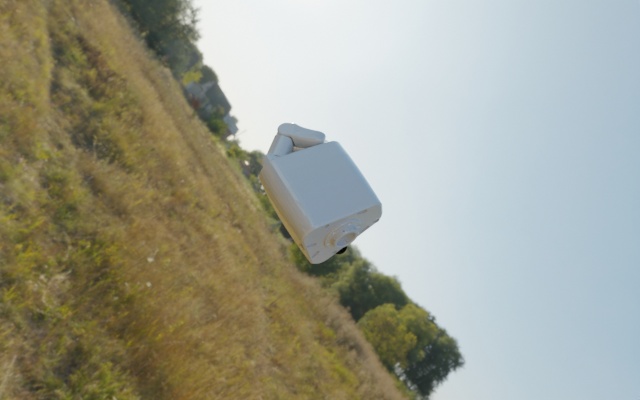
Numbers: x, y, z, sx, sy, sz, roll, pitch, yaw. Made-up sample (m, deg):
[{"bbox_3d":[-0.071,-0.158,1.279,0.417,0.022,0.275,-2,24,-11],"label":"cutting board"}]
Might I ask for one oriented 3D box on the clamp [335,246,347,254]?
[{"bbox_3d":[0.001,0.002,0.687,0.039,0.120,0.172,-29,-30,-2],"label":"clamp"}]
